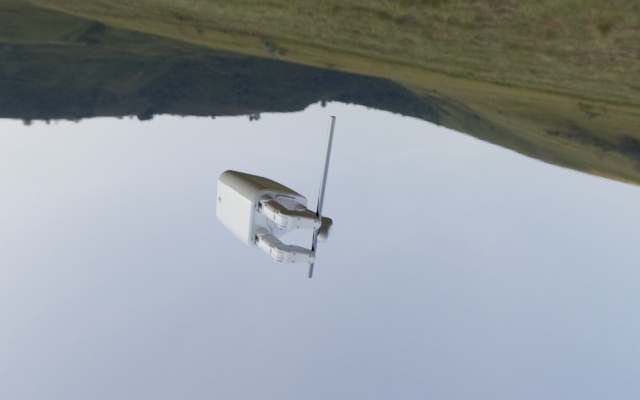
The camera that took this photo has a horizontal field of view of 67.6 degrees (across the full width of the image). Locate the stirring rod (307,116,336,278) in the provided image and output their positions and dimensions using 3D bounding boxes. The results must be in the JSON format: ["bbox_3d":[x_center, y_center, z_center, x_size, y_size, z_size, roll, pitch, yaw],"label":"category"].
[{"bbox_3d":[0.000,0.002,0.662,0.011,0.240,0.011,7,22,-3],"label":"stirring rod"}]
